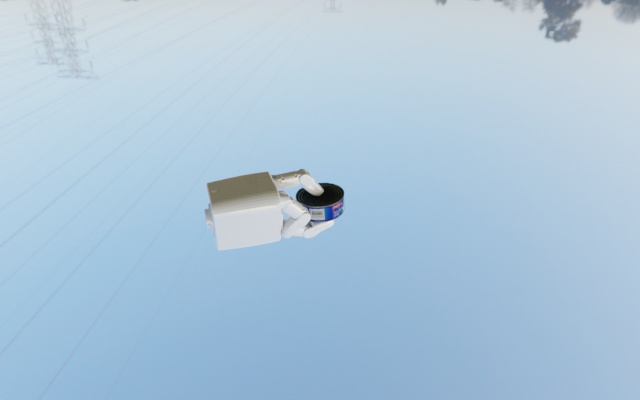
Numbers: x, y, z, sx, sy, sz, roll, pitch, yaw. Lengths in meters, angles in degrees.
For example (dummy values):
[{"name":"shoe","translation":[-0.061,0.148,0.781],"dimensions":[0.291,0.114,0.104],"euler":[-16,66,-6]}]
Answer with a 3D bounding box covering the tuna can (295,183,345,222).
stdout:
[{"name":"tuna can","translation":[0.000,0.003,0.841],"dimensions":[0.086,0.034,0.086],"euler":[-4,30,2]}]
